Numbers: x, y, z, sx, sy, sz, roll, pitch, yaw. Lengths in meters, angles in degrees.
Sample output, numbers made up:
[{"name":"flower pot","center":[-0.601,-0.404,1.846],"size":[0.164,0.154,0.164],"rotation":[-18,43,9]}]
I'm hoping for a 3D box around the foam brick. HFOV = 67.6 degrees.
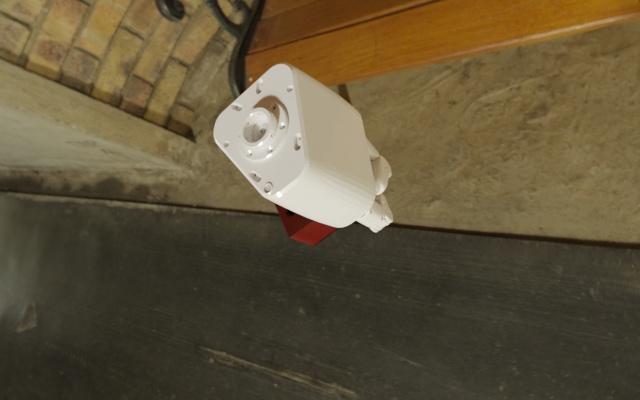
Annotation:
[{"name":"foam brick","center":[0.000,0.002,0.489],"size":[0.078,0.053,0.051],"rotation":[-37,-29,20]}]
